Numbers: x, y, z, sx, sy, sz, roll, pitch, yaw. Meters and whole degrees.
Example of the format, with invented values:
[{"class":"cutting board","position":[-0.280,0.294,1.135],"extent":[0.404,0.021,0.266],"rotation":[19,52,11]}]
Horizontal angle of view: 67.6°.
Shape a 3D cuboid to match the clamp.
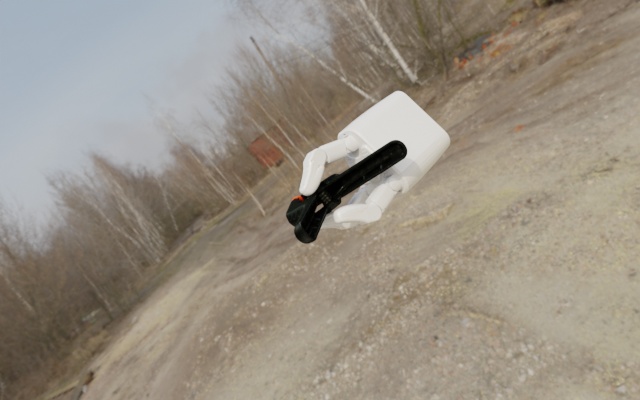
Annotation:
[{"class":"clamp","position":[0.000,0.001,0.595],"extent":[0.164,0.036,0.210],"rotation":[-42,9,-26]}]
